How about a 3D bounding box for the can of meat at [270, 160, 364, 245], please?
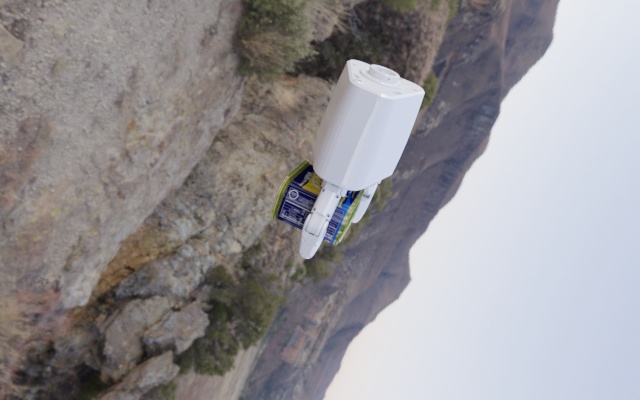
[{"bbox_3d":[0.000,0.002,0.566,0.084,0.057,0.102,24,25,7],"label":"can of meat"}]
